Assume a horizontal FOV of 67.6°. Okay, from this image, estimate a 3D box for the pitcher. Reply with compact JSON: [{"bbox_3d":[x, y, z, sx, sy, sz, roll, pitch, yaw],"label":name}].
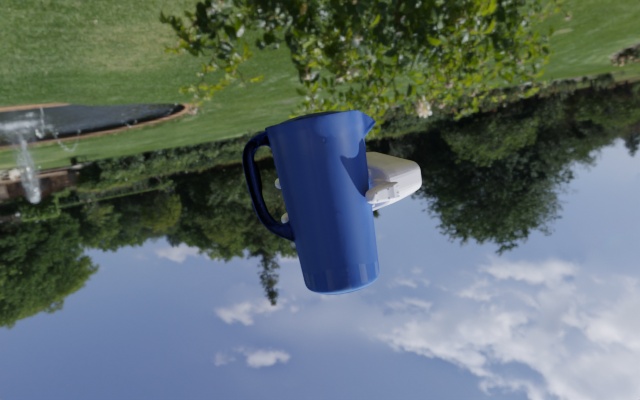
[{"bbox_3d":[0.000,0.002,0.663,0.149,0.243,0.145,-4,10,40],"label":"pitcher"}]
